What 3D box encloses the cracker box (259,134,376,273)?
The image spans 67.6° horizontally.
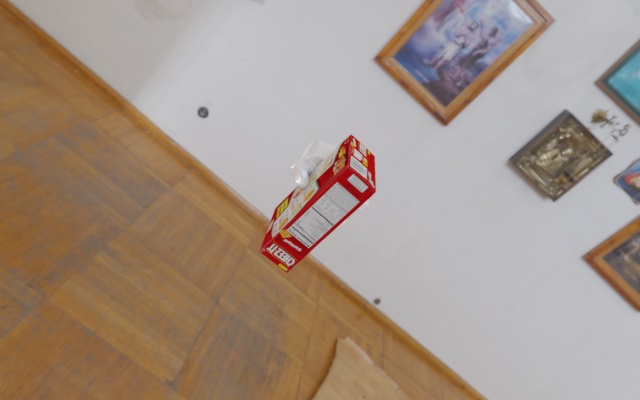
[{"bbox_3d":[0.000,0.002,0.822,0.072,0.214,0.164,41,22,-13],"label":"cracker box"}]
